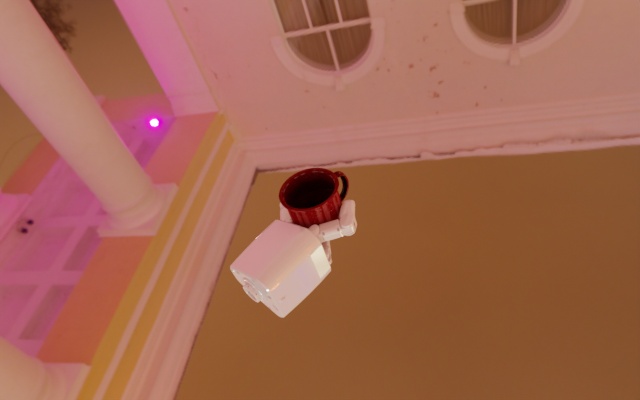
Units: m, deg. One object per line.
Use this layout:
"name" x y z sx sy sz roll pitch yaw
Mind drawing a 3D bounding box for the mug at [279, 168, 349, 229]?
"mug" 0.001 0.002 0.742 0.093 0.082 0.117 28 60 39
